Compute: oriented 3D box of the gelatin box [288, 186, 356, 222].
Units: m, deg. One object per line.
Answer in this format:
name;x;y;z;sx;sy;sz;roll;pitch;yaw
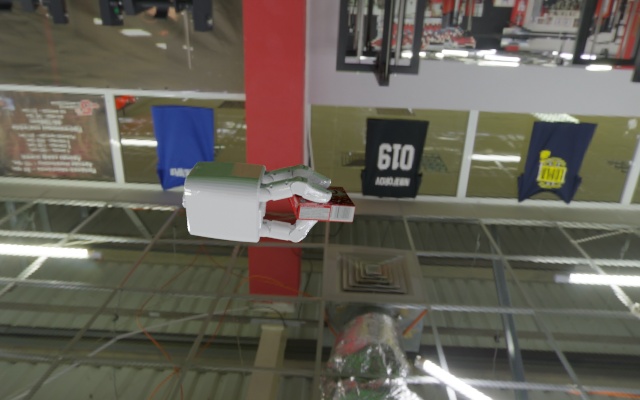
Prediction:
gelatin box;0.000;0.003;0.723;0.089;0.030;0.073;4;23;-16
